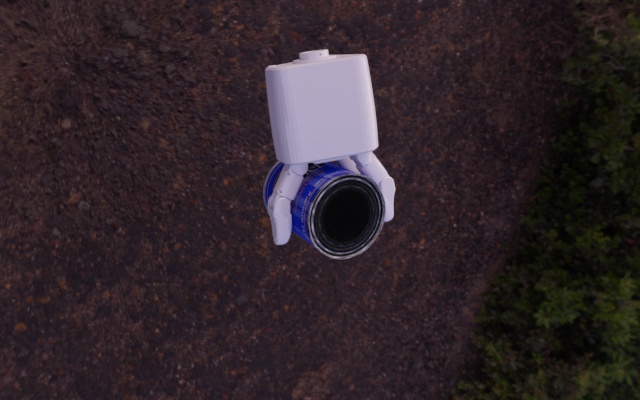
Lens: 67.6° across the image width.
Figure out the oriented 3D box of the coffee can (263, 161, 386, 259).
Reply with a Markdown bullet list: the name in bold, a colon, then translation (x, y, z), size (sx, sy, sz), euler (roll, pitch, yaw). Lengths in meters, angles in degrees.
- **coffee can**: translation (0.000, 0.002, 0.600), size (0.103, 0.103, 0.140), euler (0, 14, -28)
